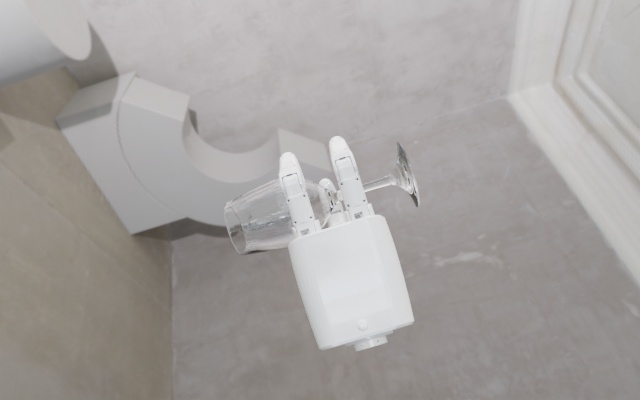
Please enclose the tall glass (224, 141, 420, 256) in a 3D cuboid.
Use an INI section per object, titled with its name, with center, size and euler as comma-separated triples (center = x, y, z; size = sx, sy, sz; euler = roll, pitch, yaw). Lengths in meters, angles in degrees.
[tall glass]
center = 0.001, 0.001, 0.521
size = 0.201, 0.079, 0.079
euler = -17, -1, 3
